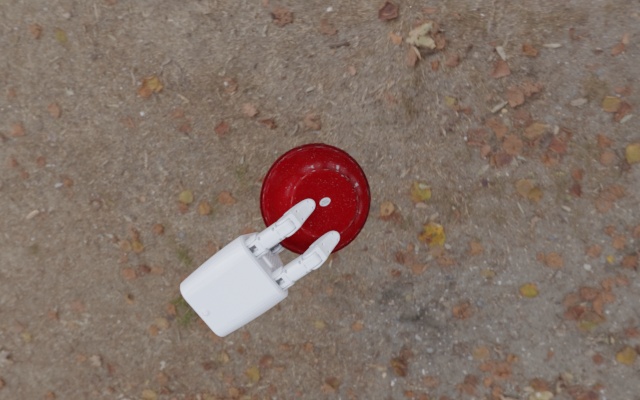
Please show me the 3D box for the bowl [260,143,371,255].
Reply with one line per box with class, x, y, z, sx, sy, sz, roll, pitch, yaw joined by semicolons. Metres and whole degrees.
bowl;0.001;0.001;0.652;0.162;0.162;0.055;0;5;-13
